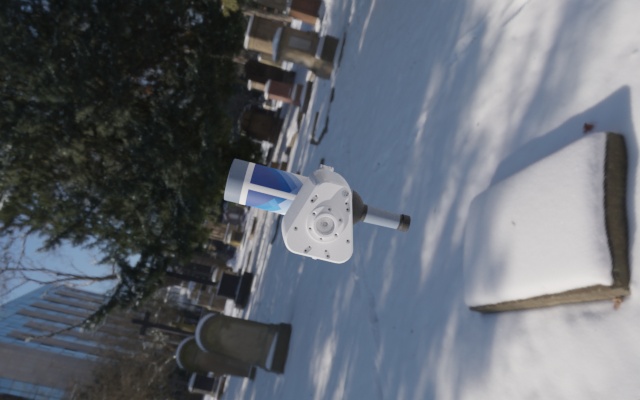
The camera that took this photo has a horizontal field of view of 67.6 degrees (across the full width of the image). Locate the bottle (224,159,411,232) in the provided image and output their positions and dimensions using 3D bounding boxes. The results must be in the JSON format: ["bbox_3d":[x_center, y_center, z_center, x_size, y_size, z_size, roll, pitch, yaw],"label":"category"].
[{"bbox_3d":[0.000,0.002,0.759,0.296,0.069,0.069,14,-2,-6],"label":"bottle"}]
